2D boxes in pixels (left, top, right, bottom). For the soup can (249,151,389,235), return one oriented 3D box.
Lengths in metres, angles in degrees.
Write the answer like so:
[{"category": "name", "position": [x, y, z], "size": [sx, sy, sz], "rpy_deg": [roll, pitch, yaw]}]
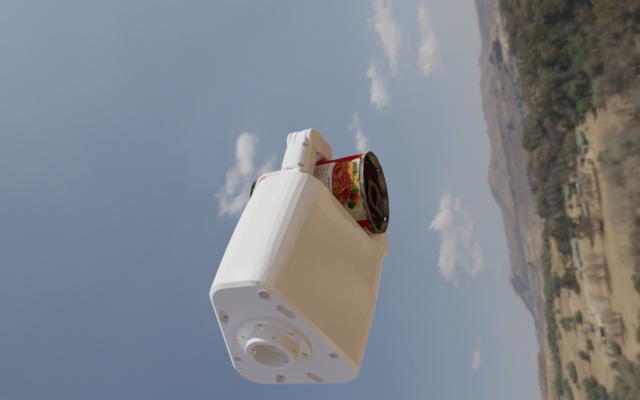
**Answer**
[{"category": "soup can", "position": [0.000, 0.001, 0.407], "size": [0.102, 0.068, 0.068], "rpy_deg": [-10, -4, 23]}]
